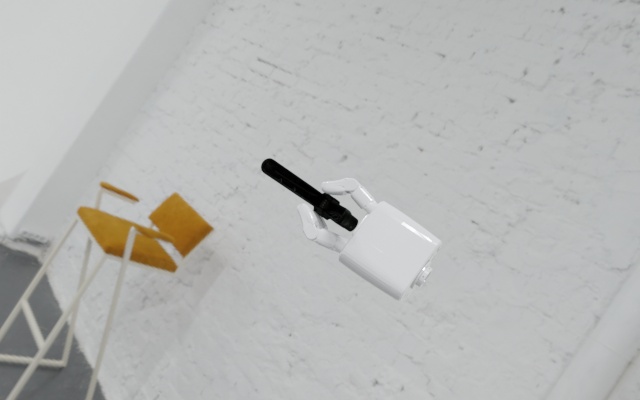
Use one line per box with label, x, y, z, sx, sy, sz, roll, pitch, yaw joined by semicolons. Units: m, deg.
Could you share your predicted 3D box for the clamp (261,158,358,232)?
clamp;0.001;0.002;0.753;0.164;0.036;0.210;35;0;20
